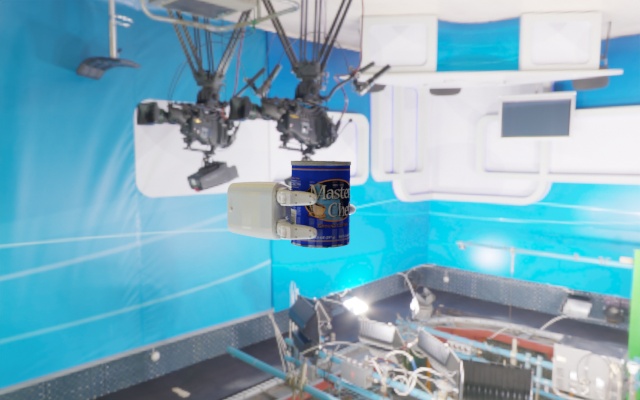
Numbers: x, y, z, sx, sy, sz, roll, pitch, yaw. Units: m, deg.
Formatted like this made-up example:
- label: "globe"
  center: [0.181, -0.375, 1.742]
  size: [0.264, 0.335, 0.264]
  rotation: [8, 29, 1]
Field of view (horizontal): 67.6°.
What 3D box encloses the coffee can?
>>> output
- label: "coffee can"
  center: [0.000, 0.003, 0.812]
  size: [0.103, 0.140, 0.103]
  rotation: [1, 5, 0]
